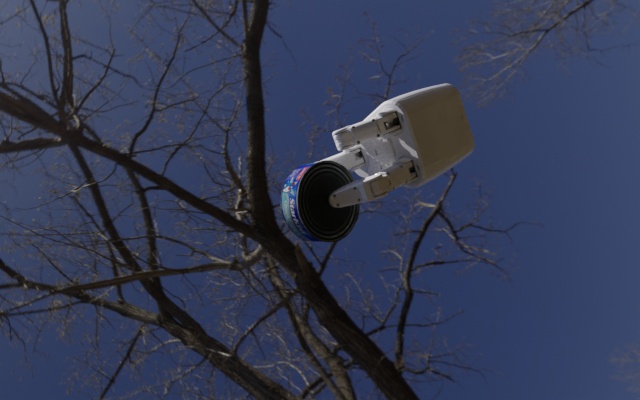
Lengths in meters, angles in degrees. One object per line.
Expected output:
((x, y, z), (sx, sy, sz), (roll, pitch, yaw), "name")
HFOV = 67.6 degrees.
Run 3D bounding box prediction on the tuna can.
((0.000, 0.002, 0.508), (0.086, 0.086, 0.034), (0, -3, -40), "tuna can")
